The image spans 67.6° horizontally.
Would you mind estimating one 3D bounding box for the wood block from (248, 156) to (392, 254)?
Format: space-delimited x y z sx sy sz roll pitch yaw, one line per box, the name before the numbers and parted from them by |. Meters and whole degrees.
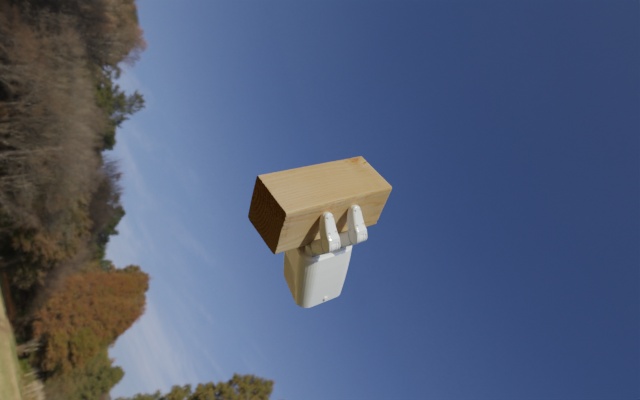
wood block | 0.000 0.003 0.770 0.206 0.090 0.090 -14 48 -35
